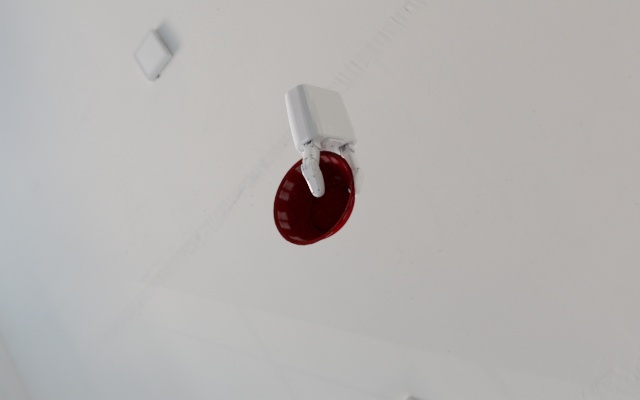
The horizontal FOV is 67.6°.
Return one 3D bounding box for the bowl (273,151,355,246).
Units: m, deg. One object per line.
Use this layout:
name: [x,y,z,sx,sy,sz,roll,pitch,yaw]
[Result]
bowl: [0.000,0.004,0.782,0.162,0.162,0.055,0,-20,39]
